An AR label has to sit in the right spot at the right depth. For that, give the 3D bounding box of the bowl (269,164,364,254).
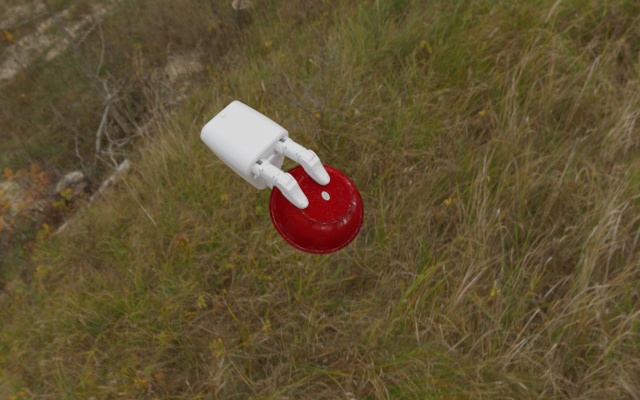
[{"bbox_3d":[0.001,0.003,0.770,0.162,0.162,0.055,0,-21,-13],"label":"bowl"}]
